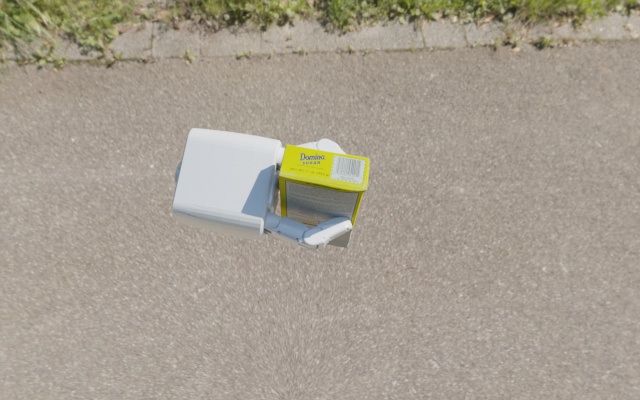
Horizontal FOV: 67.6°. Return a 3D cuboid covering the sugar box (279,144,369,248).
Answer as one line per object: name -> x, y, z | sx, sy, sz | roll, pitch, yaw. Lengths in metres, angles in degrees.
sugar box -> 0.000, 0.001, 0.574 | 0.093, 0.048, 0.176 | 11, -23, 1
